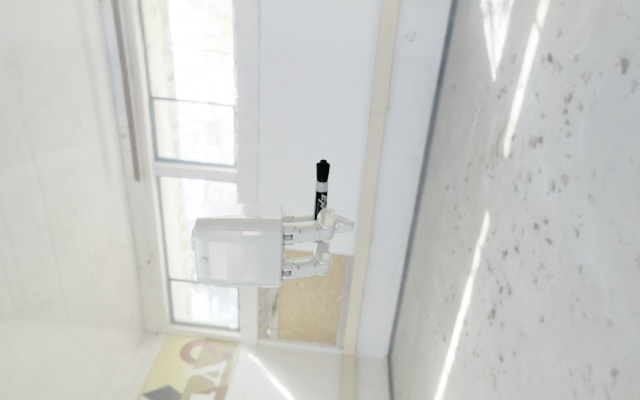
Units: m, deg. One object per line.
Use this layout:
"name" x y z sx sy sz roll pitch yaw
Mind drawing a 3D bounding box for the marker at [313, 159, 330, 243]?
"marker" 0.000 0.002 0.642 0.020 0.121 0.020 3 27 -2
